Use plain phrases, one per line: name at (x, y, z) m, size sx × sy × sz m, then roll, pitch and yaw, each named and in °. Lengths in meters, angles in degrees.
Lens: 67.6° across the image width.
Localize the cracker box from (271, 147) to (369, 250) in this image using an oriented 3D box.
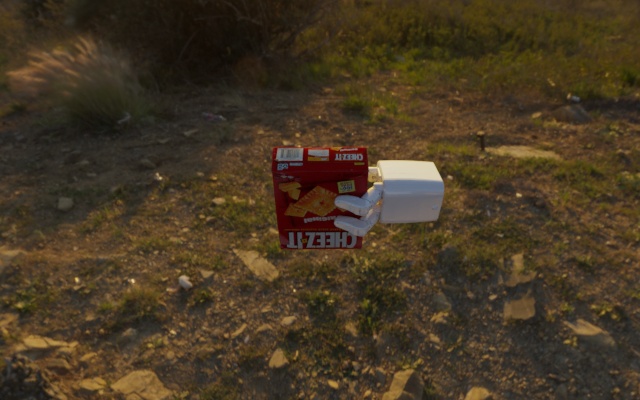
cracker box at (0.000, 0.003, 0.876) m, size 0.164 × 0.072 × 0.214 m, roll 0°, pitch -44°, yaw 1°
